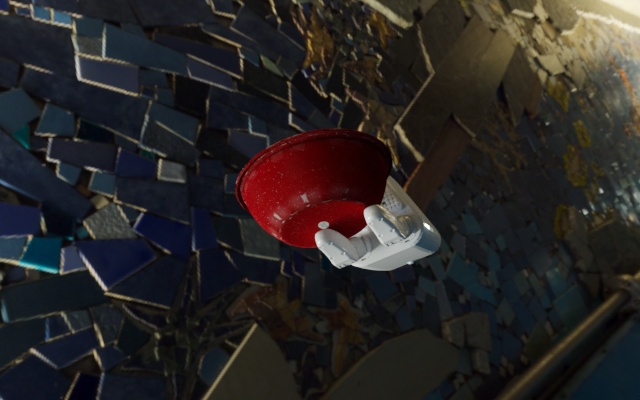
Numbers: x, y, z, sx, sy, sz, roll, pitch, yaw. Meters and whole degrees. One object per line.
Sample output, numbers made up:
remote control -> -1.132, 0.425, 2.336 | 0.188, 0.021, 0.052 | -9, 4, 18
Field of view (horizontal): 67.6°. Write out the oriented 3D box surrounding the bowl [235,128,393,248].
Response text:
bowl -> -0.001, 0.002, 0.471 | 0.162, 0.055, 0.162 | -10, -31, -6
